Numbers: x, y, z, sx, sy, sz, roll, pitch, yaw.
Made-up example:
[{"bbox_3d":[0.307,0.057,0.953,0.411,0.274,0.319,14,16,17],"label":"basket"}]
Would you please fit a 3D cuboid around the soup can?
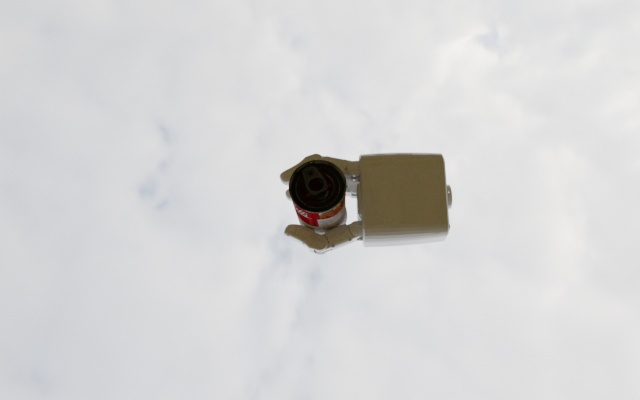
[{"bbox_3d":[0.000,0.002,0.600,0.068,0.068,0.102,0,-23,4],"label":"soup can"}]
